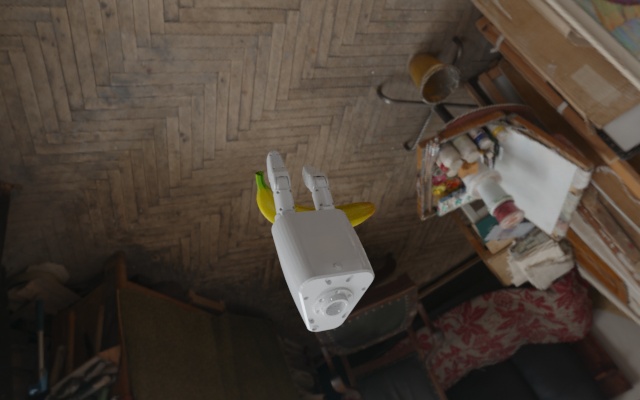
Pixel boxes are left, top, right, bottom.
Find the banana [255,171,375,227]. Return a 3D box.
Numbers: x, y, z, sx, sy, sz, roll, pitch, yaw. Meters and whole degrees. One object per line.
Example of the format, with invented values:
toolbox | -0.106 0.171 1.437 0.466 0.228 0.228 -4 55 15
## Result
banana | -0.011 0.016 0.676 0.198 0.070 0.037 14 29 -31
